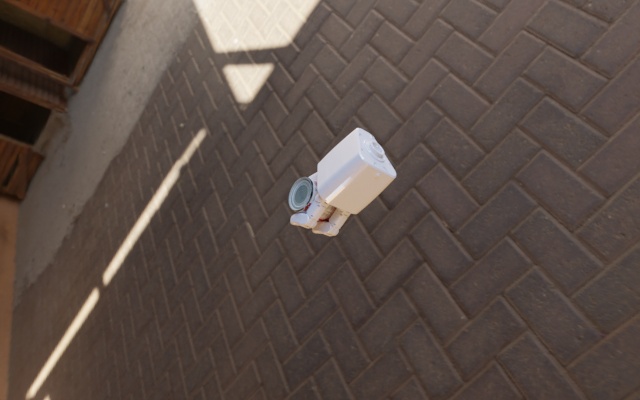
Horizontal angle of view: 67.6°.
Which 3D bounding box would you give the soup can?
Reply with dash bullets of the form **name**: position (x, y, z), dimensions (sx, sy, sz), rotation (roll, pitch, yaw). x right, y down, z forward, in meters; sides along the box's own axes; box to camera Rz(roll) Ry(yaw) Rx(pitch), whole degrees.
- **soup can**: position (0.000, 0.003, 0.891), dimensions (0.102, 0.068, 0.068), rotation (22, -14, -38)
